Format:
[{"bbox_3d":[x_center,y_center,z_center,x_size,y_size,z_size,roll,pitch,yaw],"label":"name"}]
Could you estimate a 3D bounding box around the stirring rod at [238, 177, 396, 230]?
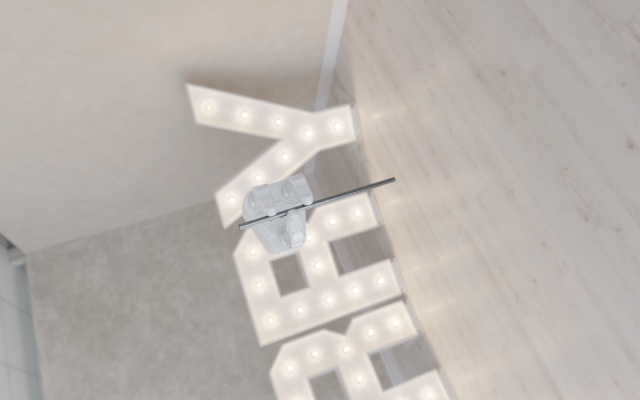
[{"bbox_3d":[0.000,0.002,0.682,0.239,0.011,0.011,-17,5,-16],"label":"stirring rod"}]
